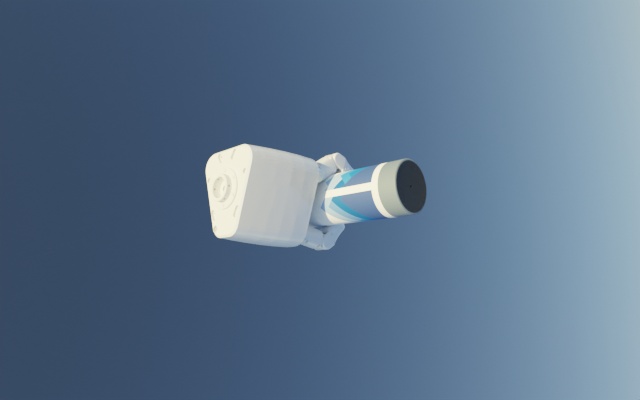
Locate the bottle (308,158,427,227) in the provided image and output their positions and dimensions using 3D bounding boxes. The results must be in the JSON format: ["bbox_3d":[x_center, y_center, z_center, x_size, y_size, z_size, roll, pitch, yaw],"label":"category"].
[{"bbox_3d":[0.000,0.002,0.653,0.296,0.069,0.069,-10,-7,43],"label":"bottle"}]
